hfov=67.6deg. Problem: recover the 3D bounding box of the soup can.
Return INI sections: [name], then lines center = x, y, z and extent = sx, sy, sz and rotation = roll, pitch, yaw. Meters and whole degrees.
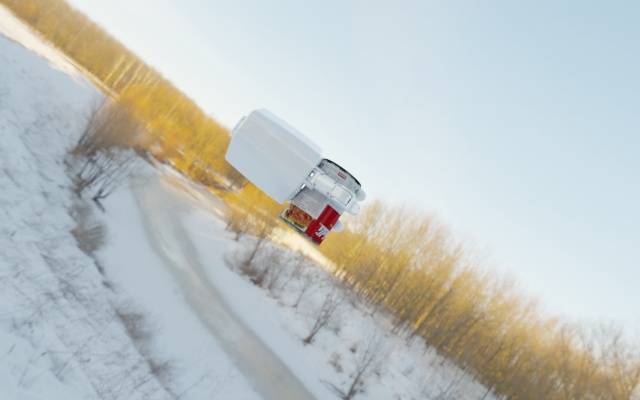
[soup can]
center = 0.001, 0.002, 0.647
extent = 0.068, 0.102, 0.068
rotation = 36, -5, 4
